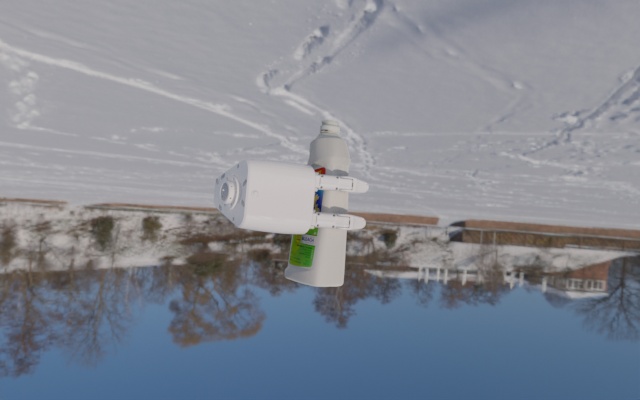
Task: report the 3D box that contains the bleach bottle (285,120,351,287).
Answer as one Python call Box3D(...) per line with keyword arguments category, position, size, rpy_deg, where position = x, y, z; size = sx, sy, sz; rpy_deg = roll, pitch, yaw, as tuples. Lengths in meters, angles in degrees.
Box3D(category="bleach bottle", position=(0.000, 0.002, 0.747), size=(0.068, 0.251, 0.102), rpy_deg=(6, -2, -35))
